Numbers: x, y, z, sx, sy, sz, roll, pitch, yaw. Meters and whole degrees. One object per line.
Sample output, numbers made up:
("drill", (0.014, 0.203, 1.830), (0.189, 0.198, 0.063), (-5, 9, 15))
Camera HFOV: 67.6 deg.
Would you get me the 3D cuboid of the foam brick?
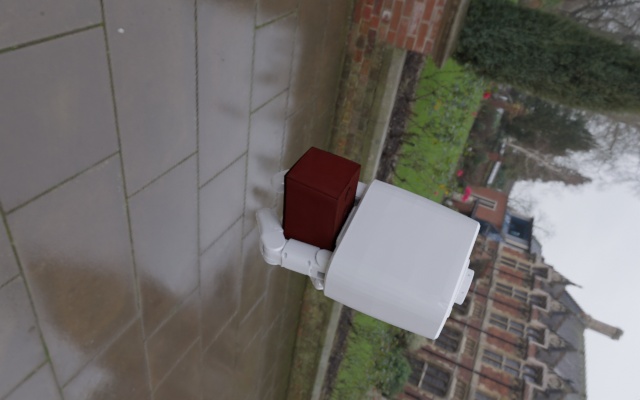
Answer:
("foam brick", (0.000, 0.001, 0.431), (0.051, 0.078, 0.053), (22, 46, 16))
